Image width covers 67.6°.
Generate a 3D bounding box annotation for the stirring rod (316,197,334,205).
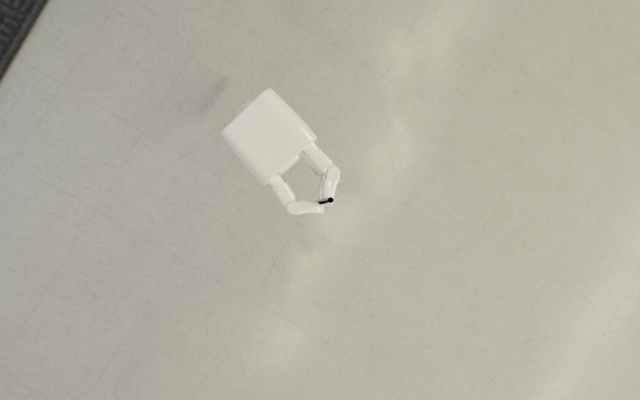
[{"bbox_3d":[0.000,0.002,0.756,0.011,0.011,0.239,0,-1,-7],"label":"stirring rod"}]
